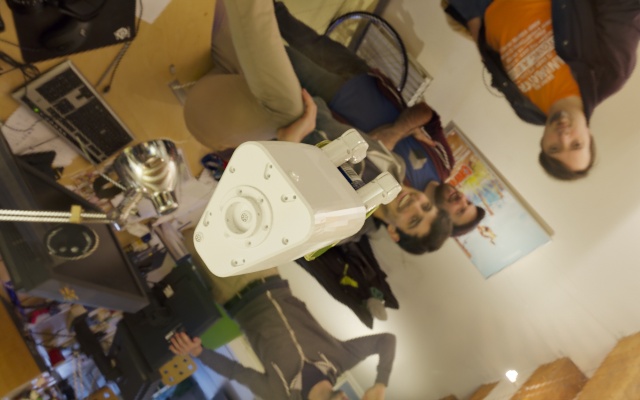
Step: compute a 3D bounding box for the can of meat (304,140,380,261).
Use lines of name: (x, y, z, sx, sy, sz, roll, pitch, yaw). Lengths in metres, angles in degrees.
can of meat: (0.000, 0.002, 0.509, 0.102, 0.084, 0.057, -42, -15, 17)
